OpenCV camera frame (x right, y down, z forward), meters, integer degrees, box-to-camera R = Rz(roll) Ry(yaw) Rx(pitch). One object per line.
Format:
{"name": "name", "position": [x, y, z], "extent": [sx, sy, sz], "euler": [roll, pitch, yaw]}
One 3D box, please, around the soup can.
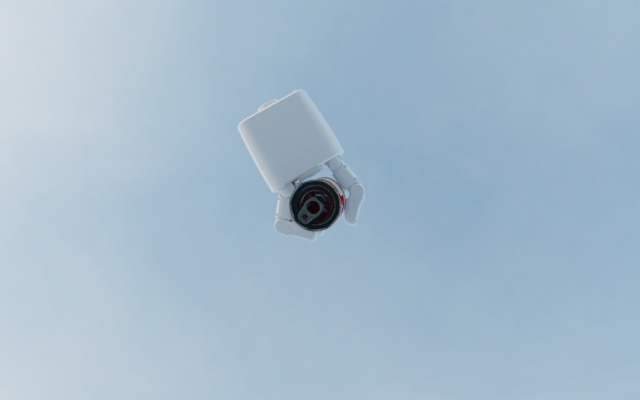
{"name": "soup can", "position": [0.000, 0.003, 0.663], "extent": [0.068, 0.068, 0.102], "euler": [0, 5, 9]}
